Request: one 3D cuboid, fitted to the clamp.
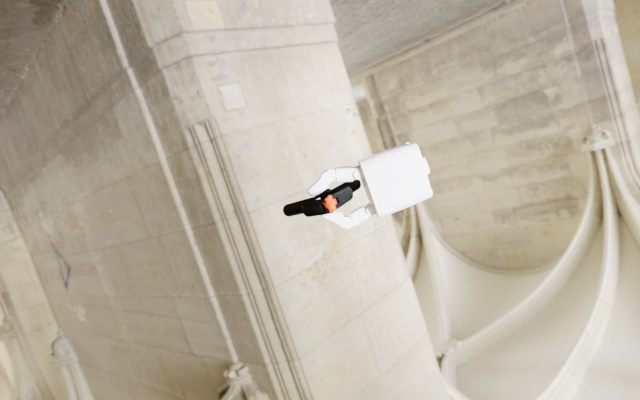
[{"bbox_3d":[0.001,0.004,0.869,0.164,0.036,0.210,-22,5,4],"label":"clamp"}]
